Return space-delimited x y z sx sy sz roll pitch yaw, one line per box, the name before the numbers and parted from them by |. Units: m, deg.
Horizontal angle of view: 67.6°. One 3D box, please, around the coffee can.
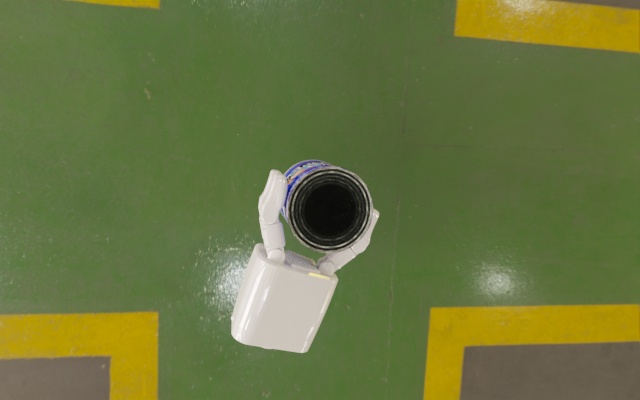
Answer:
coffee can | 0.000 0.002 0.620 0.103 0.103 0.140 0 8 -10
